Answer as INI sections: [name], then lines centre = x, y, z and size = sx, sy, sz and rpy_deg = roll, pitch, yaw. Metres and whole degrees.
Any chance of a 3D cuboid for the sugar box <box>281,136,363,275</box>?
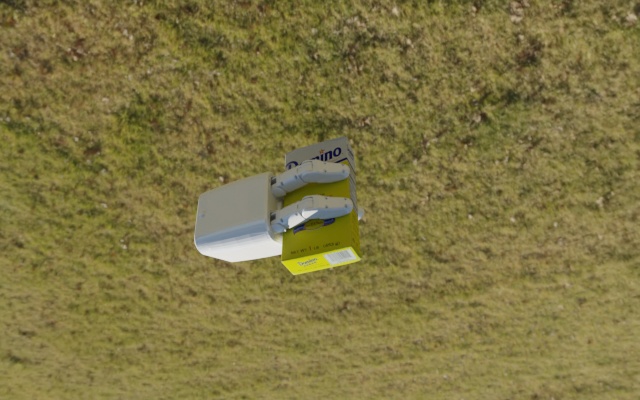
[sugar box]
centre = 0.000, 0.002, 0.619
size = 0.093, 0.176, 0.048
rpy_deg = -14, -36, 16
